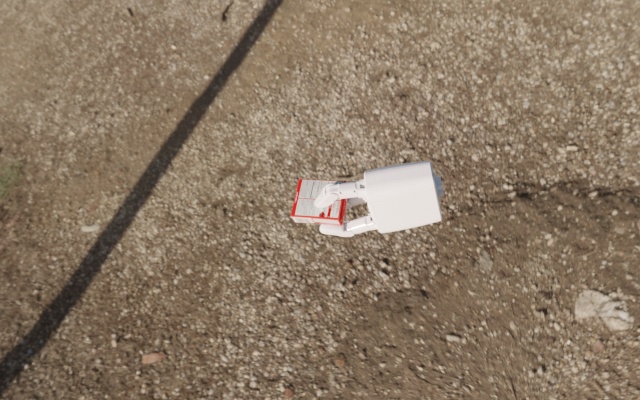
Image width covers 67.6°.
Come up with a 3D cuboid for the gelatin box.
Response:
[{"bbox_3d":[0.000,0.002,0.819,0.089,0.073,0.030,3,-24,17],"label":"gelatin box"}]
